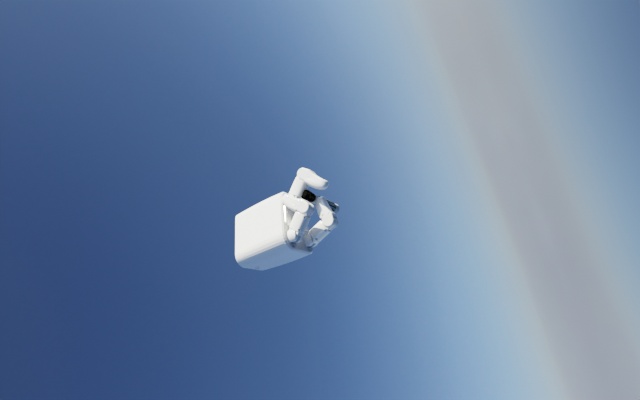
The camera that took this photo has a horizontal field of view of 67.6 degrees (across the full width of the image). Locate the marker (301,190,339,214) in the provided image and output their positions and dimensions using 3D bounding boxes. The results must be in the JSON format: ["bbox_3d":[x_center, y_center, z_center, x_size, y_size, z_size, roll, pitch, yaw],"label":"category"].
[{"bbox_3d":[0.000,0.003,0.860,0.020,0.020,0.121,0,-13,28],"label":"marker"}]
